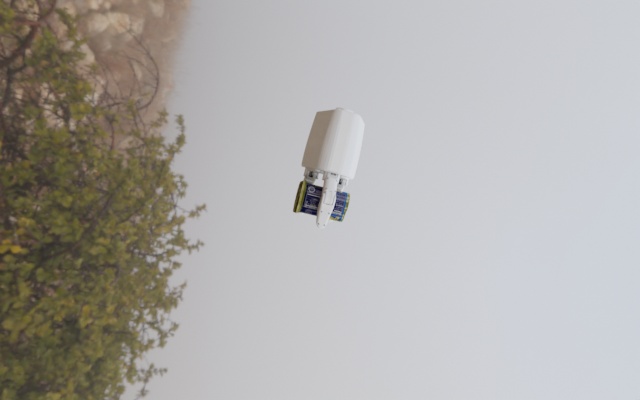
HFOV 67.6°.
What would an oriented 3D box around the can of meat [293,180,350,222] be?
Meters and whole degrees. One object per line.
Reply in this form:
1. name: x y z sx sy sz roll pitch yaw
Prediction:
1. can of meat: 0.000 0.003 0.839 0.084 0.057 0.102 13 -1 -7
